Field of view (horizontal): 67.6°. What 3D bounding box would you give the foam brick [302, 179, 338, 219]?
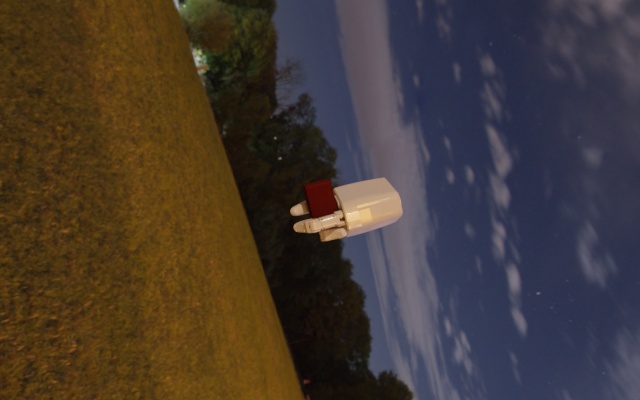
[{"bbox_3d":[0.000,0.003,0.892,0.051,0.078,0.053,-15,7,-3],"label":"foam brick"}]
